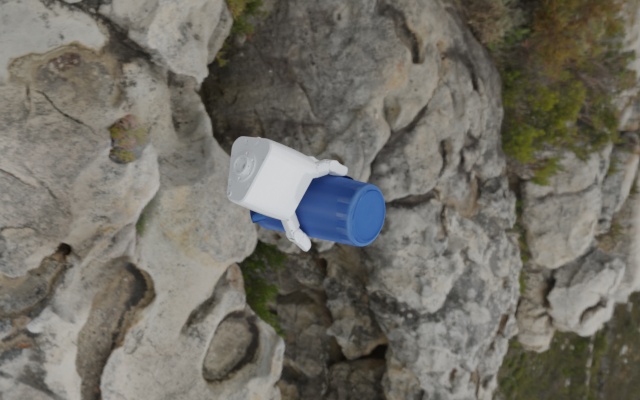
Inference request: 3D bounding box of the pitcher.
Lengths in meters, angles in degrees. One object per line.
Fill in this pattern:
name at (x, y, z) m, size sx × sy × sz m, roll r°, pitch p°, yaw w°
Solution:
pitcher at (0.000, 0.003, 0.883) m, size 0.243 × 0.149 × 0.145 m, roll 11°, pitch -9°, yaw 41°
